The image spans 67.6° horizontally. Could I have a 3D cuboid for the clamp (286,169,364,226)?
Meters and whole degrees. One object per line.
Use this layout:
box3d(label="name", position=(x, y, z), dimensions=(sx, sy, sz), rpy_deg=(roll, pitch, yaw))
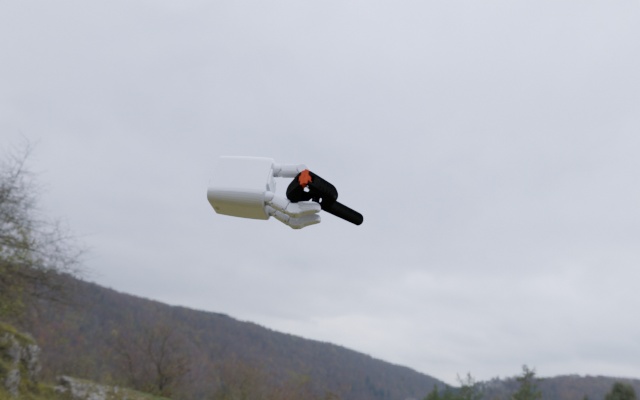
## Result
box3d(label="clamp", position=(0.000, 0.002, 0.890), dimensions=(0.164, 0.036, 0.210), rpy_deg=(2, -24, 4))
